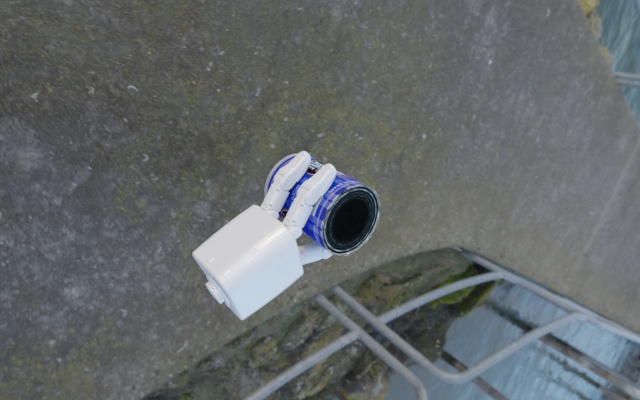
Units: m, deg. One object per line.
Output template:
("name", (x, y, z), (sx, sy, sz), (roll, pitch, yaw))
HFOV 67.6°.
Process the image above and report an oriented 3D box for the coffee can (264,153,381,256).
("coffee can", (0.000, 0.002, 0.678), (0.103, 0.103, 0.140), (0, 21, -41))
